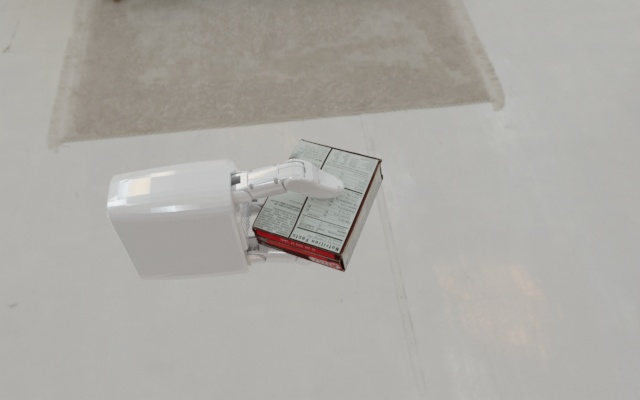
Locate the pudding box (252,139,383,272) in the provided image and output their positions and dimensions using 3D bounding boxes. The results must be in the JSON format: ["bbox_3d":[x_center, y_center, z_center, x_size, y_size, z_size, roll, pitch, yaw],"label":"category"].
[{"bbox_3d":[0.000,0.001,0.454,0.090,0.113,0.039,17,-27,17],"label":"pudding box"}]
